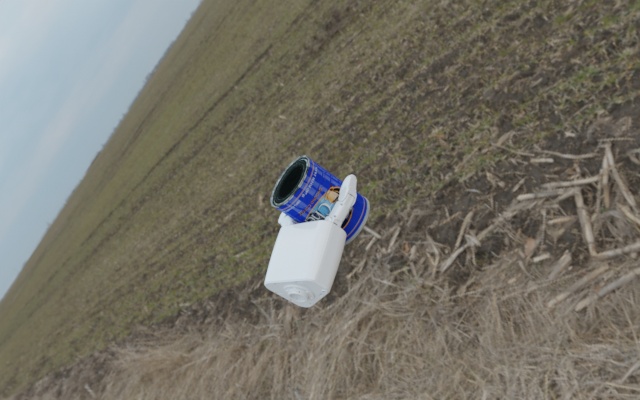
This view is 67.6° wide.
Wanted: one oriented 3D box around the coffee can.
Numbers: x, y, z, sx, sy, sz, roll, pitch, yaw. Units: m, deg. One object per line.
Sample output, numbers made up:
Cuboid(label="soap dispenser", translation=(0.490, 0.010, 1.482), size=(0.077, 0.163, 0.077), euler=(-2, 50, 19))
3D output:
Cuboid(label="coffee can", translation=(0.000, 0.003, 0.824), size=(0.140, 0.102, 0.103), euler=(34, -16, -24))
